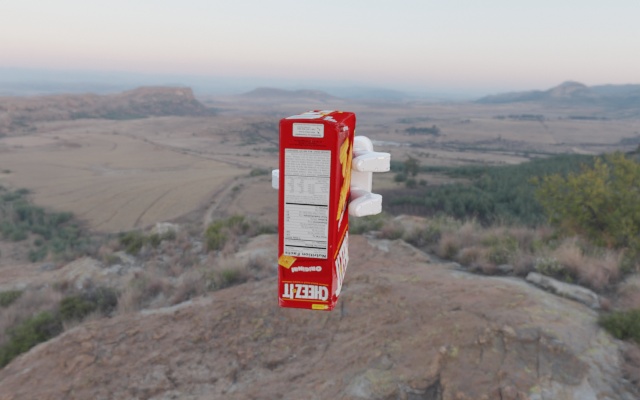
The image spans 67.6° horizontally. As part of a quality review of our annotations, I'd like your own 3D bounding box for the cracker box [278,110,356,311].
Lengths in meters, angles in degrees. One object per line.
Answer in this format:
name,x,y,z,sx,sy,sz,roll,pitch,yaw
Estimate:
cracker box,0.000,0.002,0.585,0.072,0.214,0.164,3,14,9
